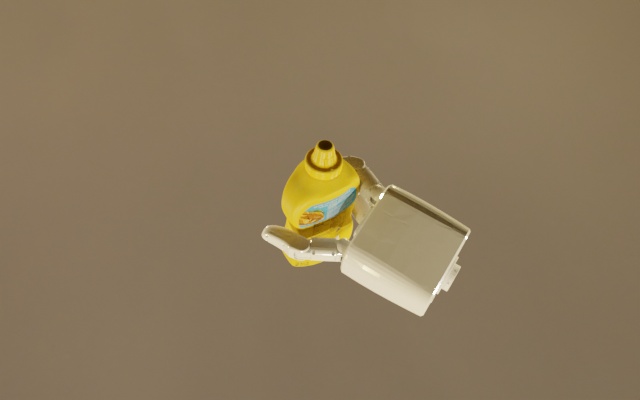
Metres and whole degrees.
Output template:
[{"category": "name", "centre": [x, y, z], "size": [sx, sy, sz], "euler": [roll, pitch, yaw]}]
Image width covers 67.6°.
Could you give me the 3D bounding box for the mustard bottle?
[{"category": "mustard bottle", "centre": [0.000, 0.002, 0.567], "size": [0.096, 0.058, 0.192], "euler": [-24, -32, -20]}]
